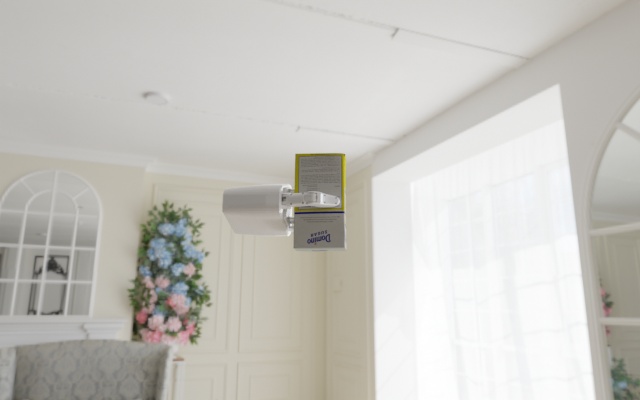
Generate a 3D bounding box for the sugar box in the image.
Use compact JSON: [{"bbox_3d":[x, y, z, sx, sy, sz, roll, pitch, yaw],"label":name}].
[{"bbox_3d":[0.000,0.003,0.862,0.093,0.176,0.048,-1,-13,6],"label":"sugar box"}]
